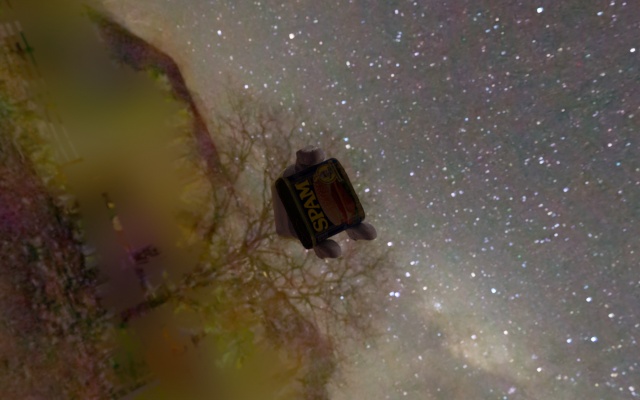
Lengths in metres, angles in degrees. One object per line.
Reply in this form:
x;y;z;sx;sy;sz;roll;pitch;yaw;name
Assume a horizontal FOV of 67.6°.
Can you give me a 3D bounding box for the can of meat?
0.000;0.002;0.640;0.084;0.102;0.057;-24;-2;-20;can of meat
